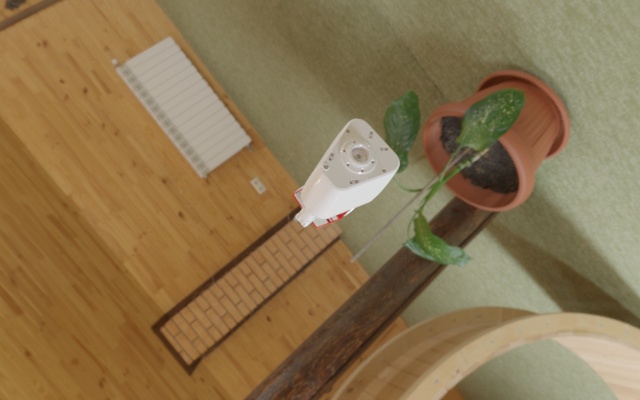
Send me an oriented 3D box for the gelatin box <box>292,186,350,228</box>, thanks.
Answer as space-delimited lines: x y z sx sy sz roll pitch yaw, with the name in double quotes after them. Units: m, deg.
0.000 0.003 0.784 0.030 0.073 0.089 -39 7 -29 "gelatin box"
